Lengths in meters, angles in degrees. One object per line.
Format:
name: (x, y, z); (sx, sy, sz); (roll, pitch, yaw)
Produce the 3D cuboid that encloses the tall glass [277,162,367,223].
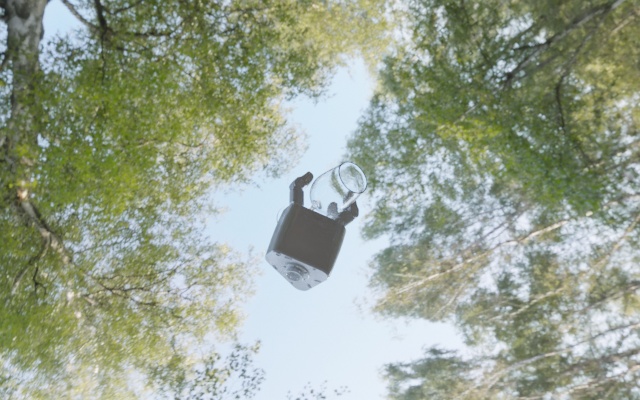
tall glass: (0.000, 0.003, 0.885); (0.079, 0.079, 0.201); (0, -26, -39)
